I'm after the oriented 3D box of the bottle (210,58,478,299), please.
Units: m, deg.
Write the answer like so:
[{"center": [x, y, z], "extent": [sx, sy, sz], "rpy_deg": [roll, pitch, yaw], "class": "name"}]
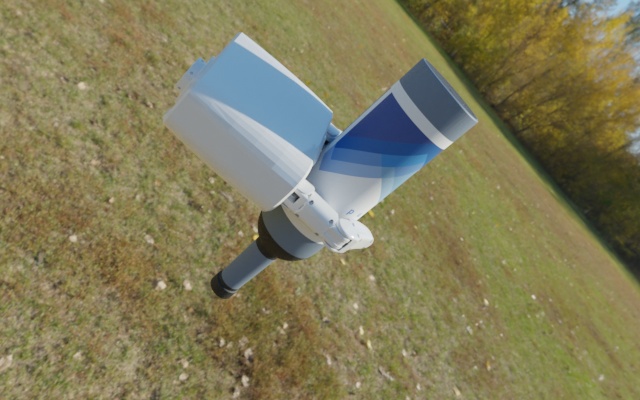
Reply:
[{"center": [0.000, 0.001, 0.432], "extent": [0.296, 0.069, 0.069], "rpy_deg": [-41, -19, 23], "class": "bottle"}]
